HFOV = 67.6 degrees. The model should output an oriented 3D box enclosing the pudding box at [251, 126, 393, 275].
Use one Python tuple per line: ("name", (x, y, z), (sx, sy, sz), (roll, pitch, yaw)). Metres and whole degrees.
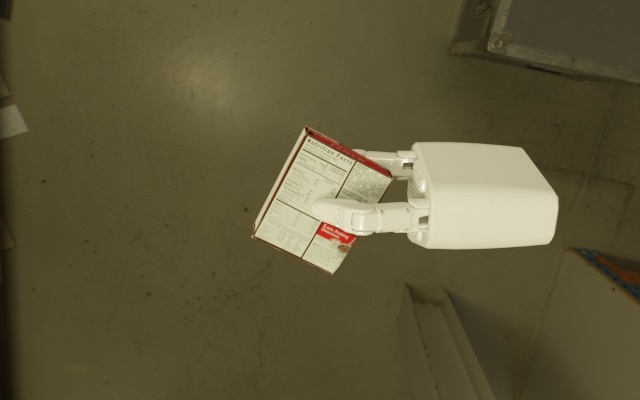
("pudding box", (0.000, 0.002, 0.442), (0.090, 0.113, 0.039), (27, 14, -9))
